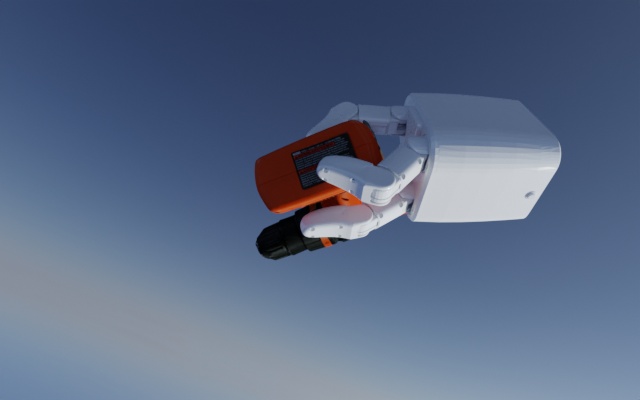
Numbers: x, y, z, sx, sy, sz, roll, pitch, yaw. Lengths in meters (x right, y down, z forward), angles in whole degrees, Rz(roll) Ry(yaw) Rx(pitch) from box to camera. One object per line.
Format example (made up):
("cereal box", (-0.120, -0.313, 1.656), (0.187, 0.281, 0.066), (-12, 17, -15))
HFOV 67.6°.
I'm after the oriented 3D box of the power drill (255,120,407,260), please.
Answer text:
("power drill", (0.000, 0.001, 0.472), (0.184, 0.057, 0.188), (-23, -18, 5))
